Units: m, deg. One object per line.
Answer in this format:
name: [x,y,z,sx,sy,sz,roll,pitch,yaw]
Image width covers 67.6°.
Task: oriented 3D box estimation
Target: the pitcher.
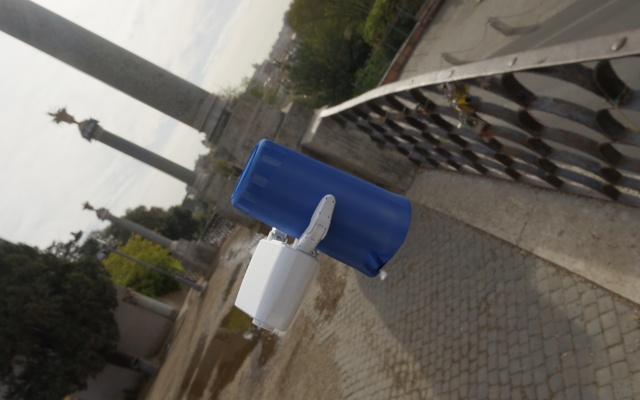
pitcher: [0.000,0.002,0.710,0.243,0.145,0.149,26,-11,-13]
